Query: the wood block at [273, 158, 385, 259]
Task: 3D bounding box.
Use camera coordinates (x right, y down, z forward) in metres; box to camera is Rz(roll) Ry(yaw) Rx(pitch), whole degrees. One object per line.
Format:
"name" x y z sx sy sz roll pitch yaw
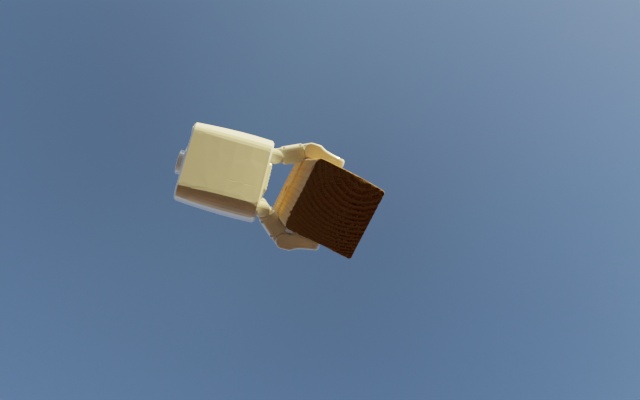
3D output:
"wood block" 0.000 0.002 0.641 0.090 0.091 0.206 27 0 -11
